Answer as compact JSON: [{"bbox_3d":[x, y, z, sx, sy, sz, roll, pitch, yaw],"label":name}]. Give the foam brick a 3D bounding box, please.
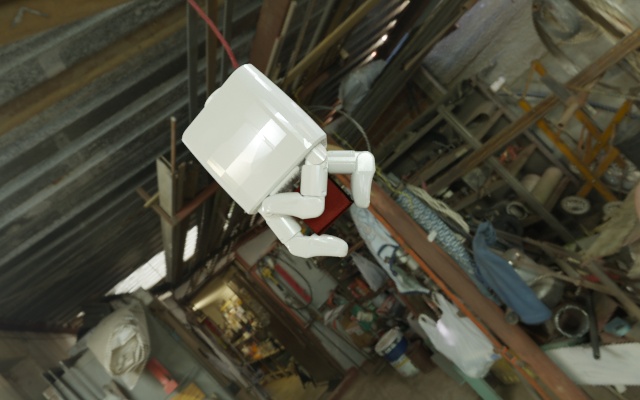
[{"bbox_3d":[0.000,0.002,0.517,0.053,0.051,0.078,-45,-2,-1],"label":"foam brick"}]
